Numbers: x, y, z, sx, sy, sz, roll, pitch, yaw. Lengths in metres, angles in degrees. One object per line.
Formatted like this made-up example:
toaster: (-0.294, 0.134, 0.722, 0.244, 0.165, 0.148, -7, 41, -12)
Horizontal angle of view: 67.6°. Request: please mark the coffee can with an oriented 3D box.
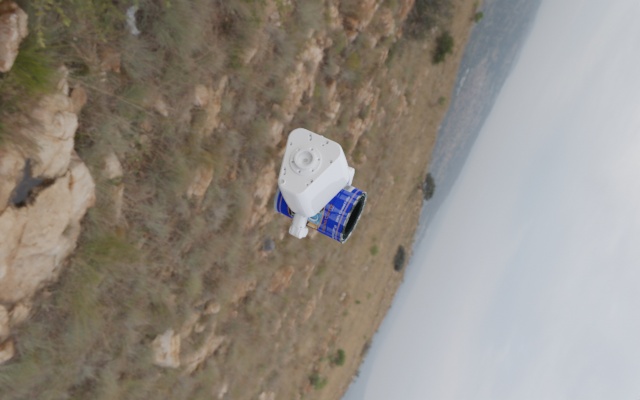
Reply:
coffee can: (0.000, 0.003, 0.873, 0.140, 0.103, 0.103, 25, 7, 15)
